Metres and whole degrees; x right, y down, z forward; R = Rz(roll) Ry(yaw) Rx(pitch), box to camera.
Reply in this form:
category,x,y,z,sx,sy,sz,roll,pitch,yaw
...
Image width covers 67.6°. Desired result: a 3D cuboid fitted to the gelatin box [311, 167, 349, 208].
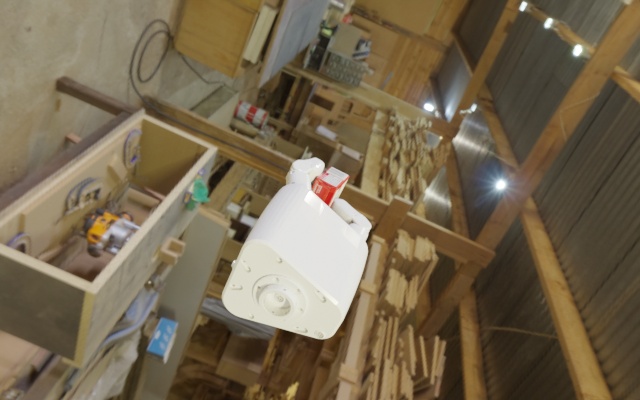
category,x,y,z,sx,sy,sz,roll,pitch,yaw
gelatin box,0.001,0.002,0.582,0.030,0.073,0.089,29,17,5
